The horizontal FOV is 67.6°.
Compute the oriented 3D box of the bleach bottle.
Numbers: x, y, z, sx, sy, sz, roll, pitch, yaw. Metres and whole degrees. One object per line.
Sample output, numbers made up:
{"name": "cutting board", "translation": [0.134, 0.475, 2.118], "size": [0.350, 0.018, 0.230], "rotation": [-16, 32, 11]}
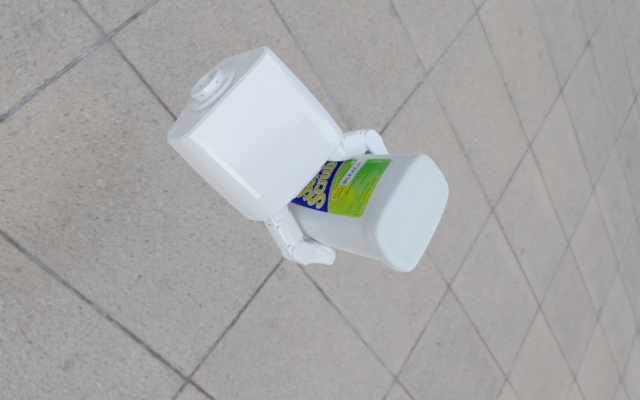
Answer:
{"name": "bleach bottle", "translation": [0.000, 0.002, 0.491], "size": [0.251, 0.102, 0.068], "rotation": [5, -34, 49]}
